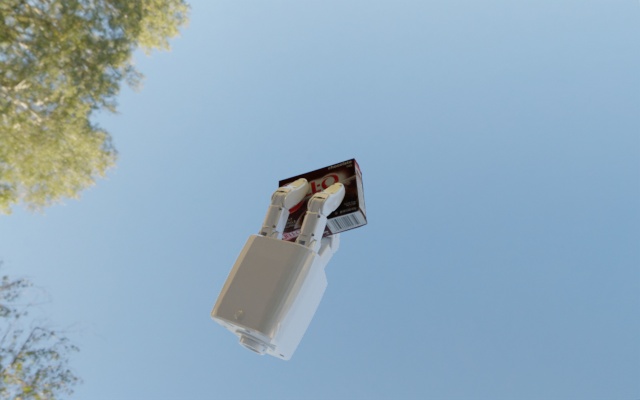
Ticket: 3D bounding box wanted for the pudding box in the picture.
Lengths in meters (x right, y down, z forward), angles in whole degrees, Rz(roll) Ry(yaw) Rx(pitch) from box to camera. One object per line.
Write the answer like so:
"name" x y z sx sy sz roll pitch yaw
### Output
"pudding box" 0.000 0.002 0.616 0.113 0.090 0.039 -15 -41 14
